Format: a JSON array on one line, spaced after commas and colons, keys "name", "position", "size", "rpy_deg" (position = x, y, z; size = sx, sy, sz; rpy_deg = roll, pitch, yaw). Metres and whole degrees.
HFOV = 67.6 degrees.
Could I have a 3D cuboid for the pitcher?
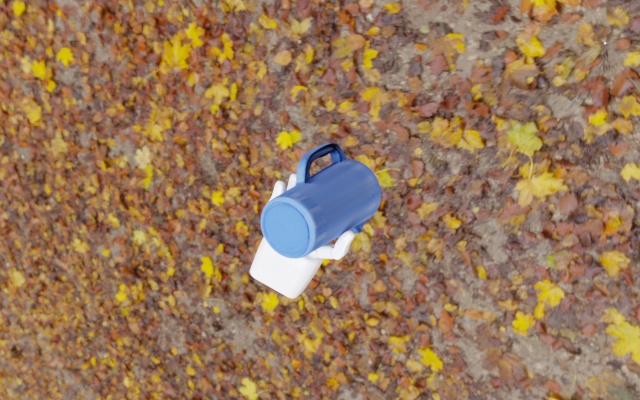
[{"name": "pitcher", "position": [0.000, 0.003, 0.861], "size": [0.149, 0.145, 0.242], "rpy_deg": [38, 32, 15]}]
